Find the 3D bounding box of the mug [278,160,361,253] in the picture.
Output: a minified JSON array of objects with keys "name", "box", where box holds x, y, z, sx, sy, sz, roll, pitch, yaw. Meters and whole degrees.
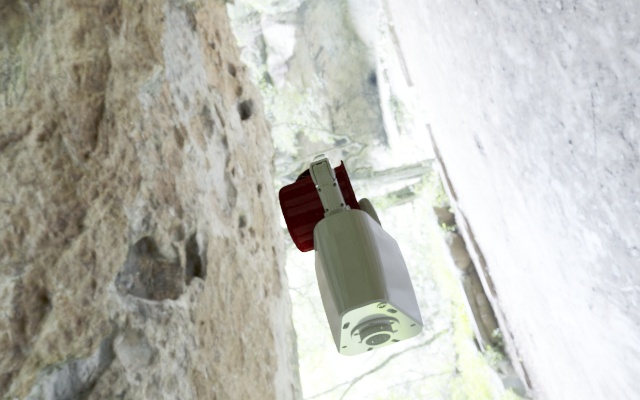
[{"name":"mug","box":[0.000,0.001,0.556,0.081,0.117,0.093,-20,-41,5]}]
